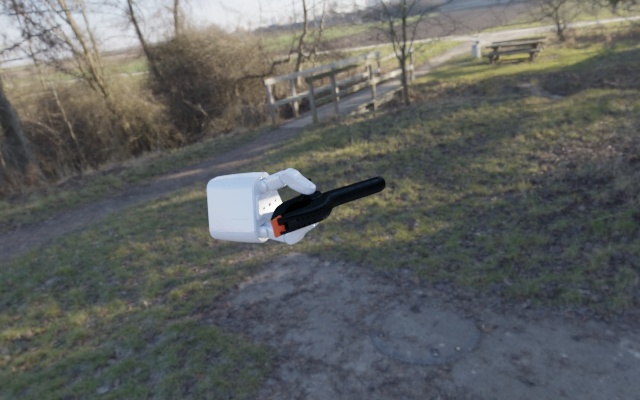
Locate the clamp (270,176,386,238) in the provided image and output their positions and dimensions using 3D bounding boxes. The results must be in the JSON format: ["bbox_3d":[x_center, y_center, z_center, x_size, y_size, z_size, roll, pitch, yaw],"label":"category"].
[{"bbox_3d":[-0.001,0.002,0.761,0.164,0.036,0.210,-4,19,30],"label":"clamp"}]
